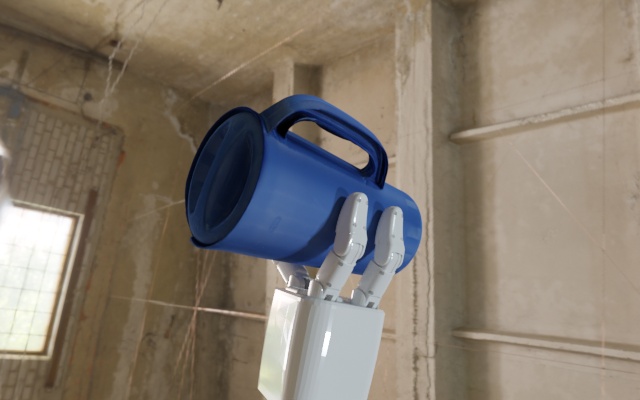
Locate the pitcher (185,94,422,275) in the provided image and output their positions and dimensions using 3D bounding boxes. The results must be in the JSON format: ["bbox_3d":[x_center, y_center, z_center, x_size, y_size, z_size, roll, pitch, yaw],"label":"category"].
[{"bbox_3d":[0.000,0.002,0.491,0.243,0.145,0.149,20,-13,-38],"label":"pitcher"}]
